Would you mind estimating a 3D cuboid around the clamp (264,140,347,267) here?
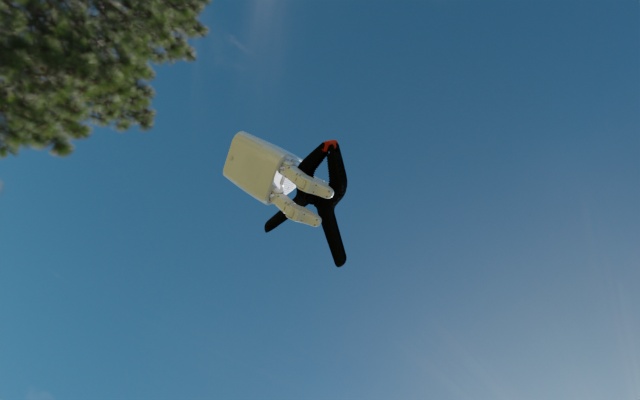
[{"bbox_3d":[0.000,0.002,0.811,0.164,0.210,0.036,29,23,18],"label":"clamp"}]
